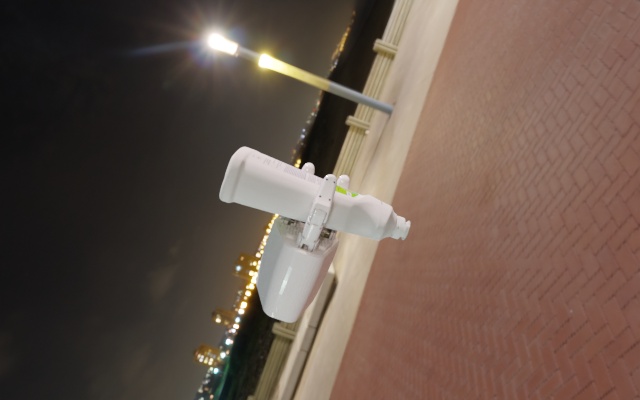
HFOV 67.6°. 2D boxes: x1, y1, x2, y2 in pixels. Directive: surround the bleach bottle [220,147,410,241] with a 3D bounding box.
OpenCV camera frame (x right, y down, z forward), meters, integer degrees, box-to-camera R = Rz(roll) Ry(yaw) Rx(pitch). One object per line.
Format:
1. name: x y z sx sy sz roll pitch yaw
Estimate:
1. bleach bottle: 0.000 0.002 0.640 0.251 0.068 0.102 19 15 -4
